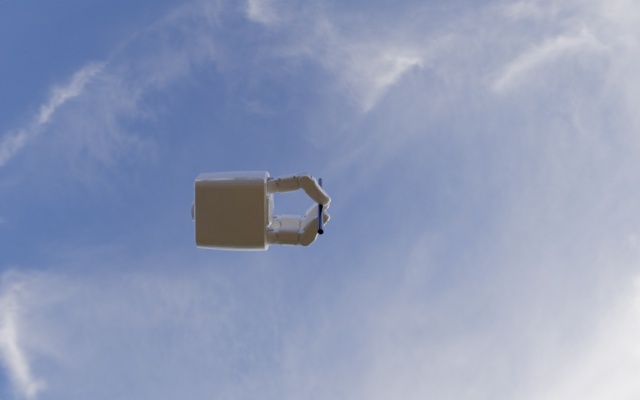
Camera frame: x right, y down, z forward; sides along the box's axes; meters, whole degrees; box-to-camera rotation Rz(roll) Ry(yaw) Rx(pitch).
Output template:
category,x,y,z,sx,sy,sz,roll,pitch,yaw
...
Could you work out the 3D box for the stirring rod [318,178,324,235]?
category,x,y,z,sx,sy,sz,roll,pitch,yaw
stirring rod,0.000,0.002,0.731,0.011,0.011,0.239,0,19,0
